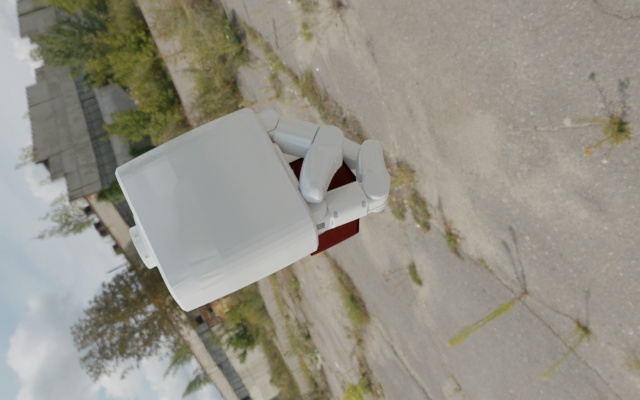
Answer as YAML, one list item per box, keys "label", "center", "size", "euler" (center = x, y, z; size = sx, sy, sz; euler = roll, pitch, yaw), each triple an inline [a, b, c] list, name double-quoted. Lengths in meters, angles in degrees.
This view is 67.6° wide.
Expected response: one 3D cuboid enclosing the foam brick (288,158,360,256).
- label: "foam brick"
  center: [0.000, 0.002, 0.412]
  size: [0.051, 0.053, 0.078]
  euler: [-27, -30, -14]
